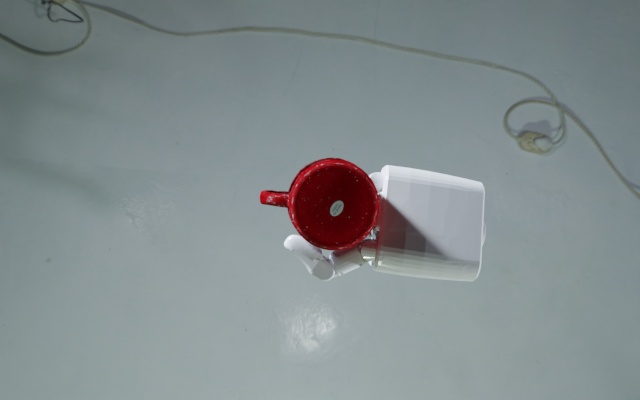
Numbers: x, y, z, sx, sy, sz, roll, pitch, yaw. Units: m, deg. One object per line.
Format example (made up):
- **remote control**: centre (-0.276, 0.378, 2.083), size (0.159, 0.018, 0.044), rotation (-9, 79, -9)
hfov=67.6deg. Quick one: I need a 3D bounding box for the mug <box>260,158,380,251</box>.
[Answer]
- **mug**: centre (-0.001, 0.001, 0.458), size (0.117, 0.093, 0.081), rotation (8, 2, -1)
